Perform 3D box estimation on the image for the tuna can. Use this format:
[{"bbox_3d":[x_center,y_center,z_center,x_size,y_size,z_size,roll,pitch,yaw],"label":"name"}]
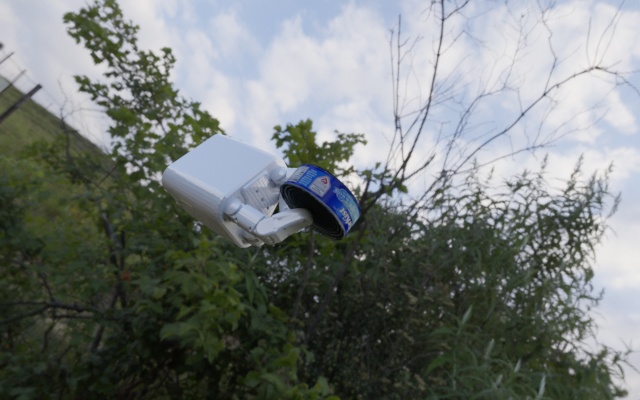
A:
[{"bbox_3d":[0.000,0.001,0.507,0.086,0.033,0.086,35,-21,15],"label":"tuna can"}]
